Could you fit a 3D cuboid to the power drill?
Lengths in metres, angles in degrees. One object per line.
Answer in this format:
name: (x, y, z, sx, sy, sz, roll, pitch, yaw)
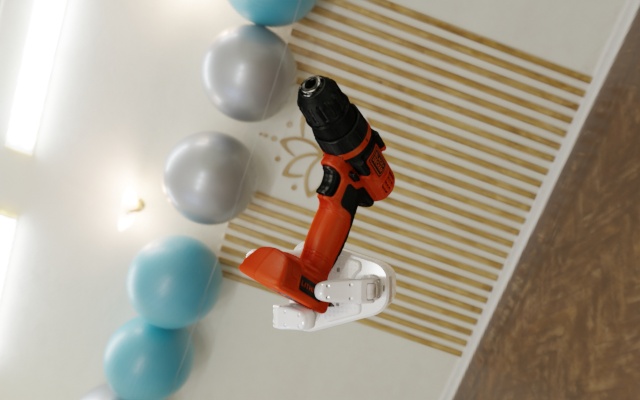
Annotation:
power drill: (0.000, 0.002, 0.457, 0.057, 0.187, 0.184, 18, -18, 36)
